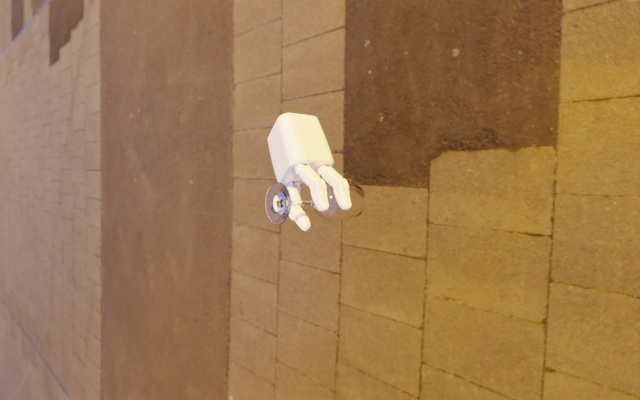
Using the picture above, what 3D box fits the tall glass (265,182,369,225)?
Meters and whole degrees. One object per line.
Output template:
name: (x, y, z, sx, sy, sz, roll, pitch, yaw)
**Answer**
tall glass: (0.000, 0.003, 0.895, 0.201, 0.079, 0.079, -1, 1, -41)
